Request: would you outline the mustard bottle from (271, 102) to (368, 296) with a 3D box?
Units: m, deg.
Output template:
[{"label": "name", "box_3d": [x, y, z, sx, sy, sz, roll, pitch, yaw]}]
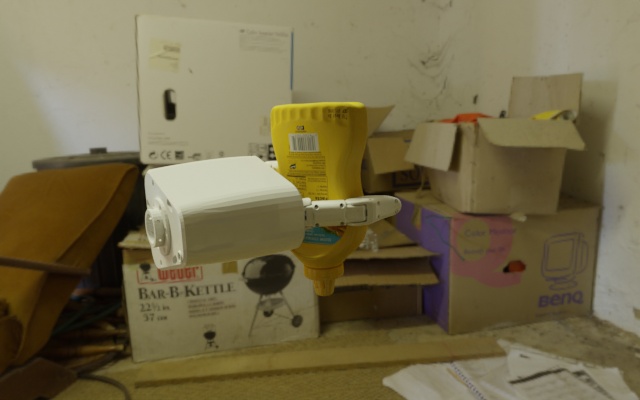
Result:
[{"label": "mustard bottle", "box_3d": [0.000, 0.001, 0.472, 0.096, 0.192, 0.058, 4, 12, 32]}]
